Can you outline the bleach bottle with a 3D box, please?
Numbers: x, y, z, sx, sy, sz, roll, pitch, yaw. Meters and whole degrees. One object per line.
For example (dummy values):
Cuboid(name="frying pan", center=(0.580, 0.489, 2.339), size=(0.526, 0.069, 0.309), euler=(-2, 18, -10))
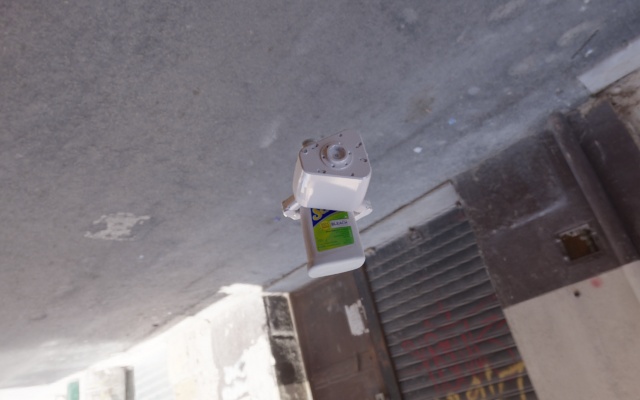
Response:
Cuboid(name="bleach bottle", center=(0.000, 0.003, 0.846), size=(0.102, 0.250, 0.068), euler=(-10, -25, -11))
